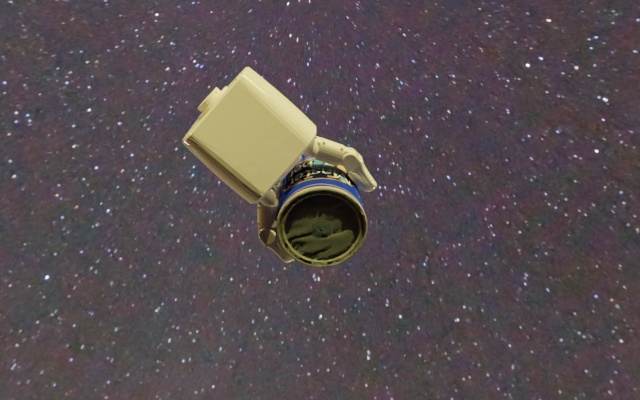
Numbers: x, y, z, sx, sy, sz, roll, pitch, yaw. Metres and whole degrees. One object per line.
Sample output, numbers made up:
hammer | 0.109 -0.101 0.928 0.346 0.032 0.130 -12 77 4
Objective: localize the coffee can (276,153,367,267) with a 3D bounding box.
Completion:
coffee can | 0.000 0.002 0.598 0.103 0.103 0.140 0 26 -1
